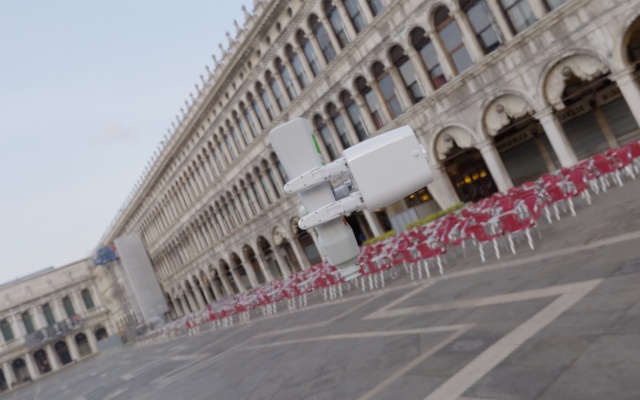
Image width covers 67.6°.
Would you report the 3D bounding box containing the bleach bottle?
[{"bbox_3d":[0.000,0.002,0.739,0.068,0.251,0.102,-24,-5,2],"label":"bleach bottle"}]
